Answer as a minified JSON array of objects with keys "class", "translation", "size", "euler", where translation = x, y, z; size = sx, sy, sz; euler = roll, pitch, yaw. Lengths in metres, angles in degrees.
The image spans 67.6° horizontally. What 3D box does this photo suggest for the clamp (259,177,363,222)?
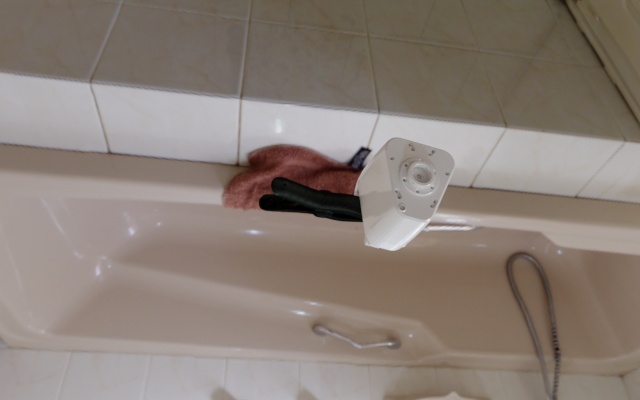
[{"class":"clamp","translation":[0.000,0.003,0.659],"size":[0.171,0.039,0.120],"euler":[6,-8,-6]}]
